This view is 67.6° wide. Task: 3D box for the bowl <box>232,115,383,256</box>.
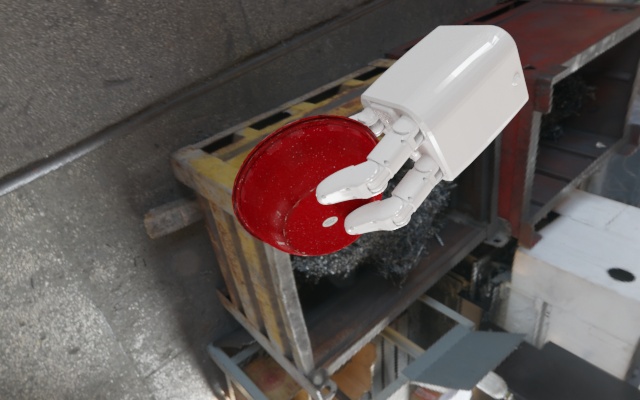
[{"bbox_3d":[-0.001,0.003,0.459,0.162,0.162,0.055,0,39,-27],"label":"bowl"}]
